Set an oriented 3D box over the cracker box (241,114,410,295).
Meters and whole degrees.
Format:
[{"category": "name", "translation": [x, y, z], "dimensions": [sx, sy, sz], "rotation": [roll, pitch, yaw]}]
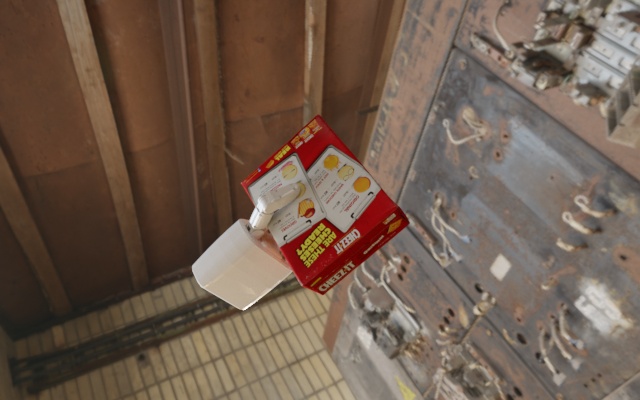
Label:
[{"category": "cracker box", "translation": [0.000, 0.002, 0.696], "dimensions": [0.164, 0.213, 0.072], "rotation": [-41, -35, 7]}]
